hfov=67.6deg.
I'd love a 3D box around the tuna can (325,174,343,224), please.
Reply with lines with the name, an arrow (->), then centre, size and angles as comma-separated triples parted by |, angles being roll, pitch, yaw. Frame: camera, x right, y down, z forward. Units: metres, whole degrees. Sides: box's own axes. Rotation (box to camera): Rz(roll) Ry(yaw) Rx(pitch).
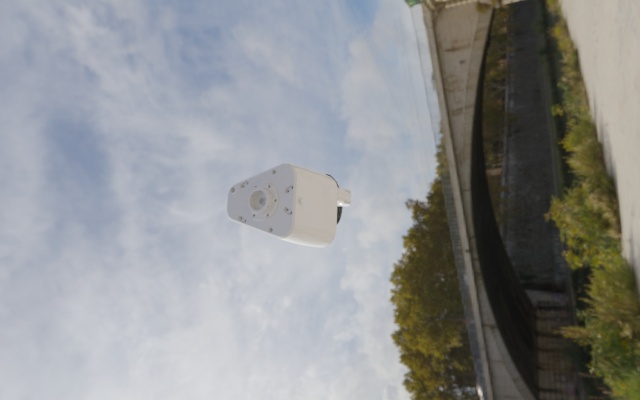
tuna can -> 0.000, 0.003, 0.758 | 0.034, 0.086, 0.086 | -6, -3, 31
